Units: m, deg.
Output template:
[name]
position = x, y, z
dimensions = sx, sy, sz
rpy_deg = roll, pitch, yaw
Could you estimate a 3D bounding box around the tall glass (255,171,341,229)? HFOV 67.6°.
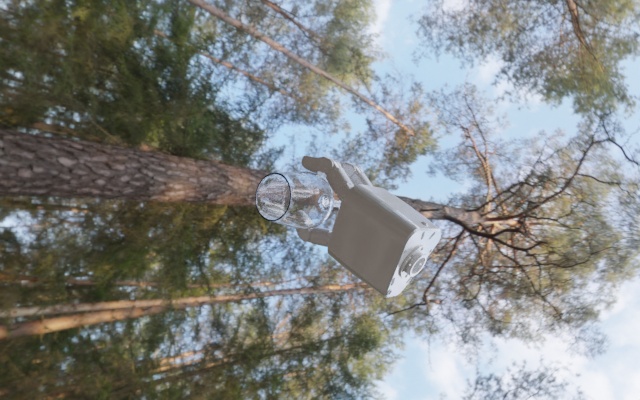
[tall glass]
position = 0.000, 0.002, 0.676
dimensions = 0.079, 0.079, 0.201
rpy_deg = 0, -4, 38
